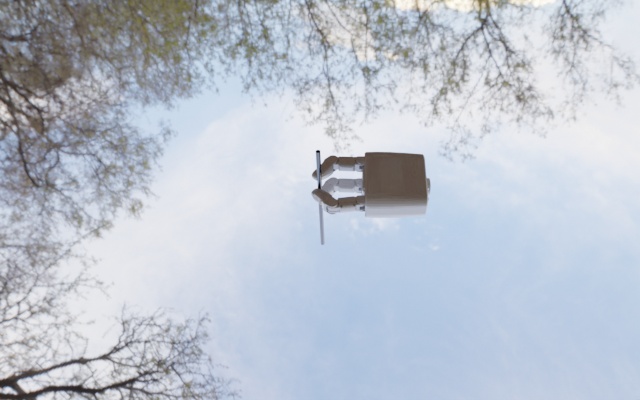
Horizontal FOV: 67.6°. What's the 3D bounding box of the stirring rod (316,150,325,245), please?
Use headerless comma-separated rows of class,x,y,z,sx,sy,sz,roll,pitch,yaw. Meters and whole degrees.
stirring rod,0.000,0.003,0.864,0.011,0.011,0.240,0,-43,3
